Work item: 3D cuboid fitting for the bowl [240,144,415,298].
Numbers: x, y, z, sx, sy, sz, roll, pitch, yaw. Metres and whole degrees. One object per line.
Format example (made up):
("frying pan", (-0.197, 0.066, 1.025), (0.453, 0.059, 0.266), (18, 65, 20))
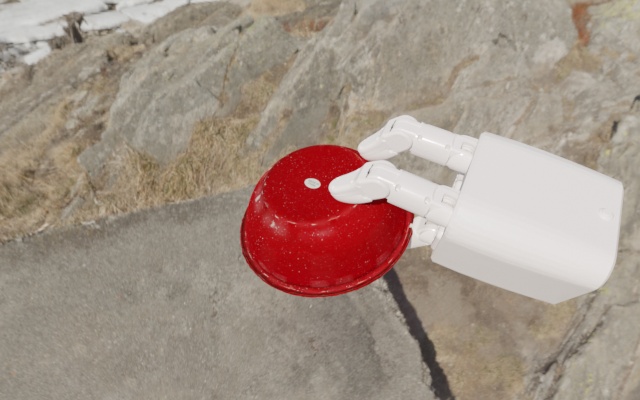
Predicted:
("bowl", (-0.001, 0.001, 0.421), (0.162, 0.162, 0.055), (0, -40, 13))
